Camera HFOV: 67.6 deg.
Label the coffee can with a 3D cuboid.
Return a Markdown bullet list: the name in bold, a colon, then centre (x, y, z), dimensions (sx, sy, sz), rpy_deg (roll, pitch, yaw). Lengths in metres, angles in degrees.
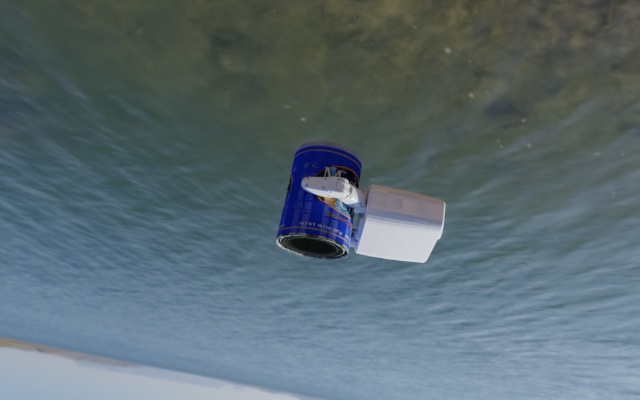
- **coffee can**: centre (0.000, 0.002, 0.681), dimensions (0.103, 0.140, 0.103), rpy_deg (9, -22, 4)
